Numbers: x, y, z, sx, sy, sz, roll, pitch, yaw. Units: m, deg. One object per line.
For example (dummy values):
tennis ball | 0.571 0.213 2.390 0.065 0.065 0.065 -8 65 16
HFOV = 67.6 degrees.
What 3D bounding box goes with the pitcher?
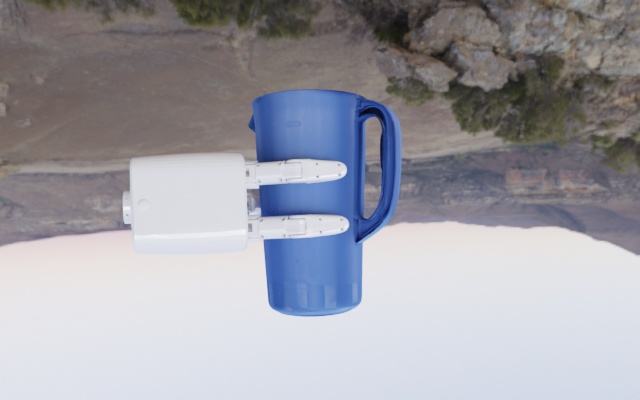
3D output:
pitcher | 0.000 0.002 0.543 0.145 0.243 0.149 -2 -1 -19
